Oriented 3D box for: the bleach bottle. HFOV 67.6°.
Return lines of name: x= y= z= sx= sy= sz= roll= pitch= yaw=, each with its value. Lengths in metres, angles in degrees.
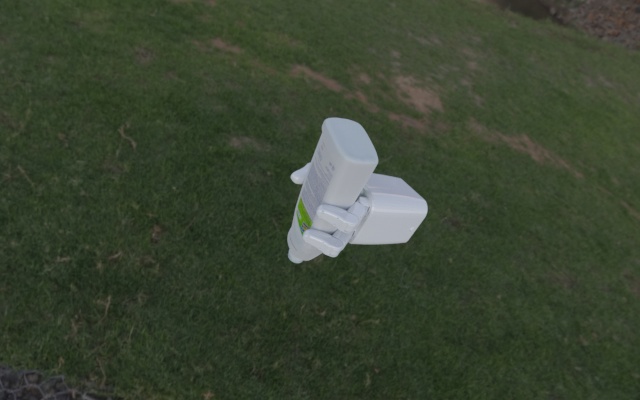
bleach bottle: x=0.000 y=0.002 z=0.736 sx=0.068 sy=0.102 sz=0.251 roll=3 pitch=-45 yaw=-27
